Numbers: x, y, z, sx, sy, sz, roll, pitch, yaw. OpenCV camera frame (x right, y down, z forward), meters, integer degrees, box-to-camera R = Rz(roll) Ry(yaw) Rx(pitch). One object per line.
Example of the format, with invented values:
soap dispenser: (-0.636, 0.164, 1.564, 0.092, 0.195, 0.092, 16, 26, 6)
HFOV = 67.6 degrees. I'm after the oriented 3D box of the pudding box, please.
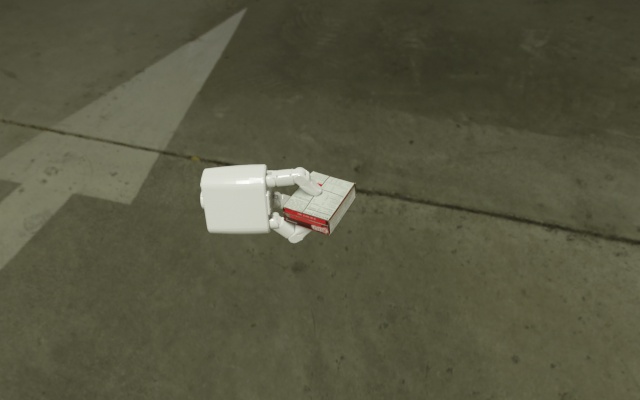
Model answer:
pudding box: (0.000, 0.003, 0.826, 0.090, 0.039, 0.113, 18, 47, 21)
